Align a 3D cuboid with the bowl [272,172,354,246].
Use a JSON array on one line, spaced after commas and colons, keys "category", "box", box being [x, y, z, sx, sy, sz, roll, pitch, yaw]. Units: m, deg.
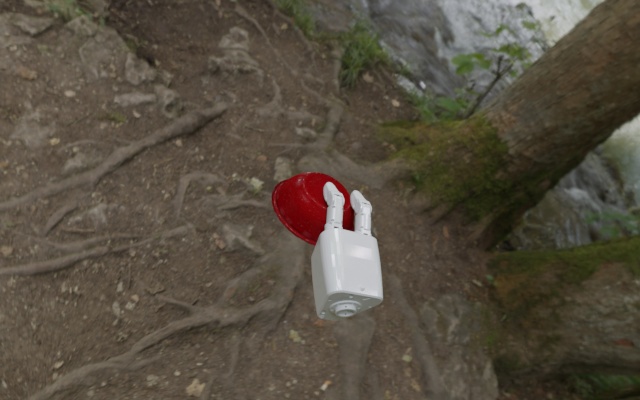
[{"category": "bowl", "box": [0.000, 0.001, 0.822, 0.162, 0.162, 0.055, 0, -42, -38]}]
